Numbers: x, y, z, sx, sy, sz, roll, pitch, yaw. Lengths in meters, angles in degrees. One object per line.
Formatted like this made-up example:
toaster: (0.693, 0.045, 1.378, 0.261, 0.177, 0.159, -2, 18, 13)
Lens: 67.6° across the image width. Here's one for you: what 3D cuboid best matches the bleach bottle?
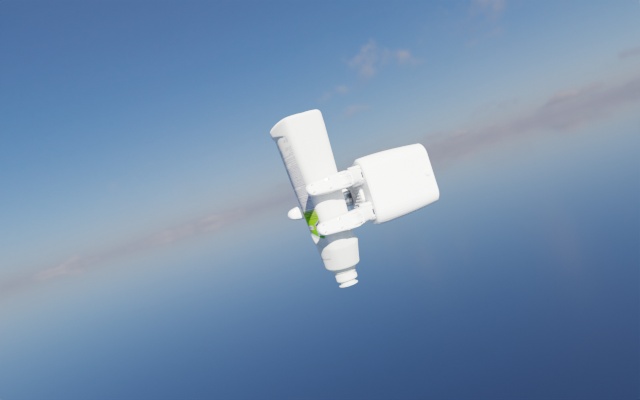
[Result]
bleach bottle: (0.000, 0.002, 0.696, 0.068, 0.251, 0.102, -18, 2, -17)
